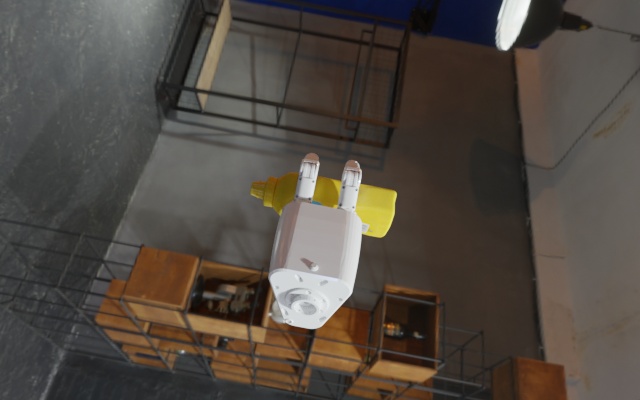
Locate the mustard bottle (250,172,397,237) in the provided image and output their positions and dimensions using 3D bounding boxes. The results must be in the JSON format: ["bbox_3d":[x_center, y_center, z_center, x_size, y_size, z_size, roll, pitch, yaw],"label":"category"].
[{"bbox_3d":[0.000,0.002,0.650,0.191,0.058,0.096,11,-22,0],"label":"mustard bottle"}]
